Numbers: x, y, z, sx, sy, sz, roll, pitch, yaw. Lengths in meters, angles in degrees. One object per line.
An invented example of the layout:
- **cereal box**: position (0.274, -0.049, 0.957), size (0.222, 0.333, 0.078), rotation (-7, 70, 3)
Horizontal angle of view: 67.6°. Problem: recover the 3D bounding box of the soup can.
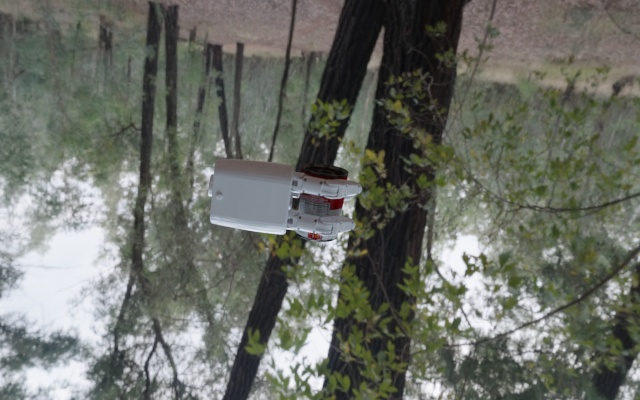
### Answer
- **soup can**: position (0.001, 0.003, 0.703), size (0.068, 0.102, 0.068), rotation (8, 16, -2)
